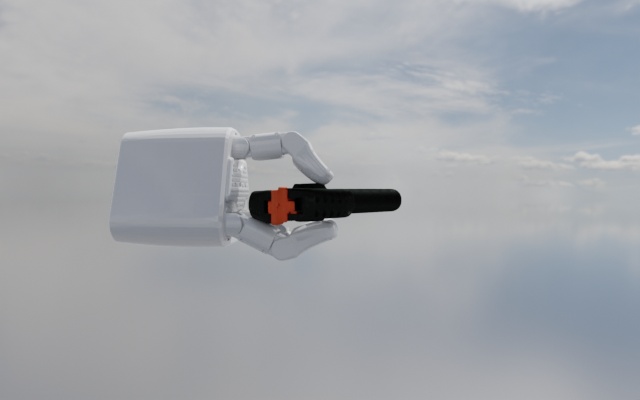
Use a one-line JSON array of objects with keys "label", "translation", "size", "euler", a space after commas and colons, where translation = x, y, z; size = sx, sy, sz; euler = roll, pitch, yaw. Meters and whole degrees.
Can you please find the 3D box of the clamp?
[{"label": "clamp", "translation": [0.000, 0.001, 0.456], "size": [0.164, 0.036, 0.210], "euler": [-2, 1, 5]}]
